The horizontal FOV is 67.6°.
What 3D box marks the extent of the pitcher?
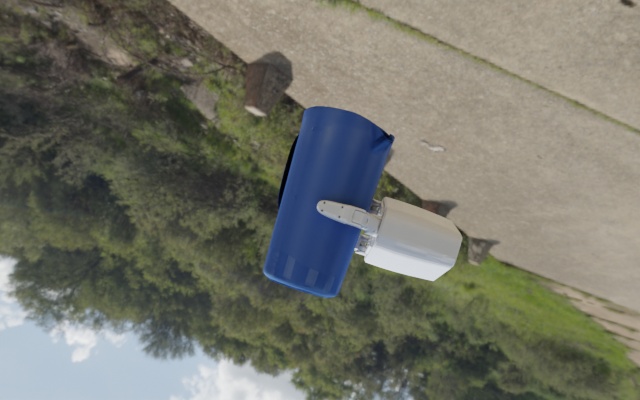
[{"bbox_3d":[0.000,0.002,0.668,0.145,0.243,0.149,17,-6,3],"label":"pitcher"}]
